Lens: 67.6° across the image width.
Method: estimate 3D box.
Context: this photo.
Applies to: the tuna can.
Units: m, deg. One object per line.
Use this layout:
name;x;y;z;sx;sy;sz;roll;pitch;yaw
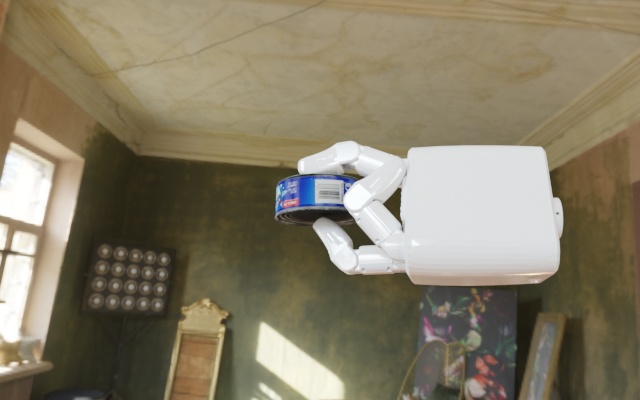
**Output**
tuna can;0.000;0.001;0.452;0.086;0.033;0.086;0;-13;0
